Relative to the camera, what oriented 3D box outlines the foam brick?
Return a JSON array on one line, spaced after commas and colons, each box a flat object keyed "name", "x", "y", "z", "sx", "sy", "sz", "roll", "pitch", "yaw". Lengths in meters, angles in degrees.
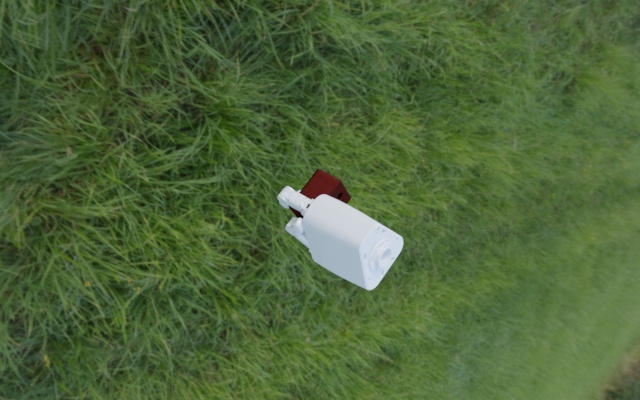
[{"name": "foam brick", "x": 0.000, "y": 0.002, "z": 0.736, "sx": 0.051, "sy": 0.078, "sz": 0.053, "roll": 26, "pitch": -19, "yaw": 37}]
